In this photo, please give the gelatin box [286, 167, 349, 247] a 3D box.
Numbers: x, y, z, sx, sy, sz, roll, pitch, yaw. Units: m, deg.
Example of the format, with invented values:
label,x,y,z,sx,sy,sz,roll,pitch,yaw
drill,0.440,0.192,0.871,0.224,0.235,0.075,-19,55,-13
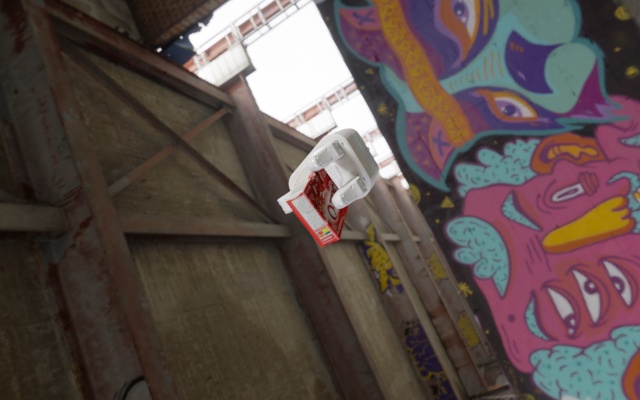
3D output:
label,x,y,z,sx,sy,sz,roll,pitch,yaw
gelatin box,0.000,0.002,0.581,0.030,0.073,0.089,-28,19,25
